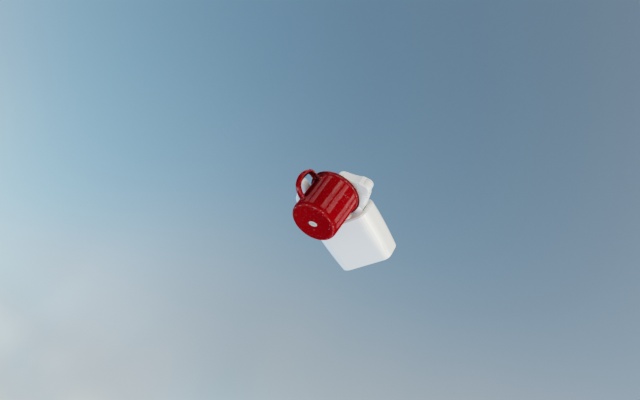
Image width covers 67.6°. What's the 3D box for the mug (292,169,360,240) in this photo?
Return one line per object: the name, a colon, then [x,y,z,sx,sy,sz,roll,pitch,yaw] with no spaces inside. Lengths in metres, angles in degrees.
mug: [-0.001,0.002,0.789,0.093,0.117,0.081,-12,31,43]
